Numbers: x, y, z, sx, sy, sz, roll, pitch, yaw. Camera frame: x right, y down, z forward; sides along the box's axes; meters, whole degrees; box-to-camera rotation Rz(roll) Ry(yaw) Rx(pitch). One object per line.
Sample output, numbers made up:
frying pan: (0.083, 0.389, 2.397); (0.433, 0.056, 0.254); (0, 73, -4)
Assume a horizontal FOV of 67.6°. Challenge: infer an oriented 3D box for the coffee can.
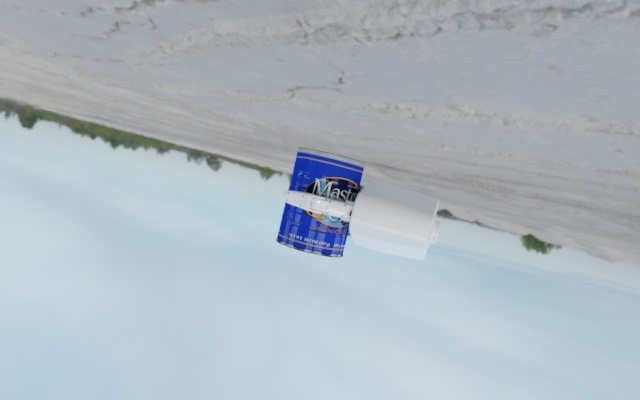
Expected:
coffee can: (0.000, 0.002, 0.700); (0.103, 0.140, 0.103); (14, 2, 0)
